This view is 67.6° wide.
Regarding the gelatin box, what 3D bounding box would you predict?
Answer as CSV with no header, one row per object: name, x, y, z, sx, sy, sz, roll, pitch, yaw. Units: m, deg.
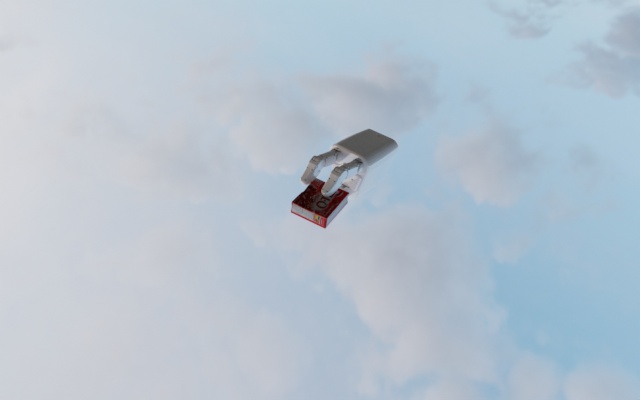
gelatin box,0.000,0.003,0.864,0.073,0.030,0.089,25,44,19
